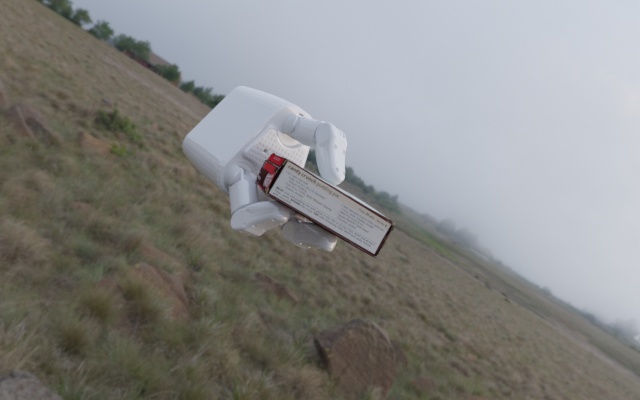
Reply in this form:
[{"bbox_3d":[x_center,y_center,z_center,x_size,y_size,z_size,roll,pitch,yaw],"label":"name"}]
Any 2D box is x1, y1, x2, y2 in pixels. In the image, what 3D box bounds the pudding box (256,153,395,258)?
[{"bbox_3d":[0.000,0.001,0.429,0.113,0.039,0.090,29,2,-15],"label":"pudding box"}]
